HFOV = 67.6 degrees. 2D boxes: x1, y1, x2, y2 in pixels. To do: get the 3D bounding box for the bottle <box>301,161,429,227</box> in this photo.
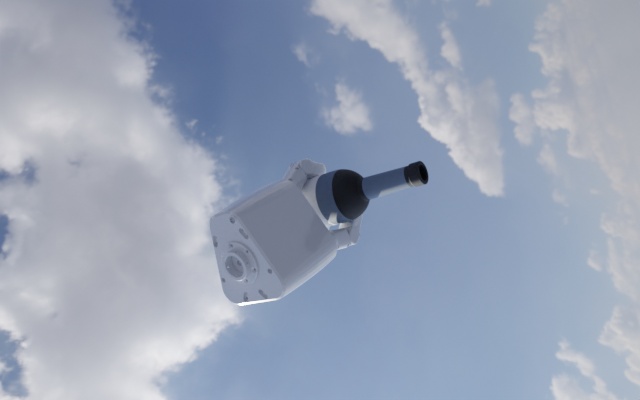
[{"bbox_3d":[0.000,0.002,0.619,0.296,0.069,0.069,-16,-10,36],"label":"bottle"}]
